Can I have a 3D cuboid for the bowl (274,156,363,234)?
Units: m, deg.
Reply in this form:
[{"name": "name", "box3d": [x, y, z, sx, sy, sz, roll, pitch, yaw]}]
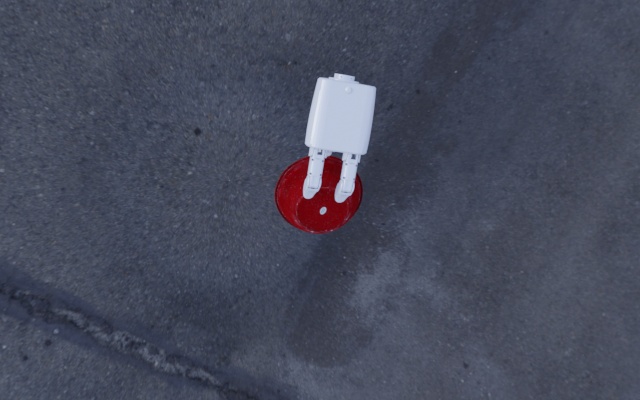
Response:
[{"name": "bowl", "box3d": [0.000, 0.004, 0.846, 0.162, 0.162, 0.055, 0, 31, -7]}]
